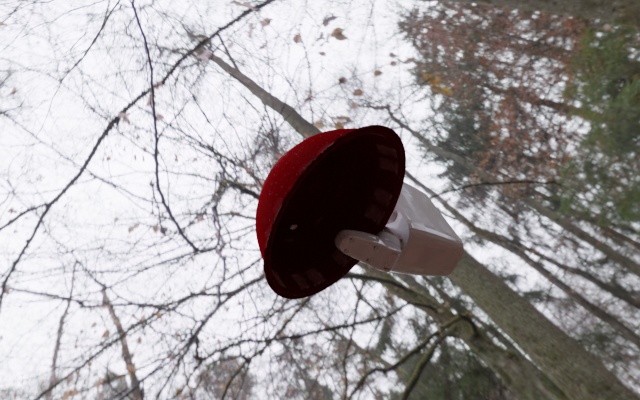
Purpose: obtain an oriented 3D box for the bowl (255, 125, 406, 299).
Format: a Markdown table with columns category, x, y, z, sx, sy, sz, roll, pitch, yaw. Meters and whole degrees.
| category | x | y | z | sx | sy | sz | roll | pitch | yaw |
| --- | --- | --- | --- | --- | --- | --- | --- | --- | --- |
| bowl | -0.001 | 0.001 | 0.400 | 0.055 | 0.162 | 0.162 | 35 | 20 | 31 |
